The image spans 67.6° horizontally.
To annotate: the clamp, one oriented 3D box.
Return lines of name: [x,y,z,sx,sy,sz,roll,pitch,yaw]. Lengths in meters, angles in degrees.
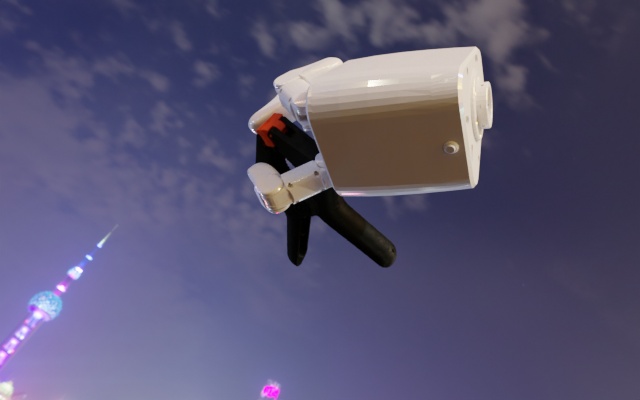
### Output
clamp: [0.000,0.001,0.432,0.120,0.172,0.039,-1,41,25]
